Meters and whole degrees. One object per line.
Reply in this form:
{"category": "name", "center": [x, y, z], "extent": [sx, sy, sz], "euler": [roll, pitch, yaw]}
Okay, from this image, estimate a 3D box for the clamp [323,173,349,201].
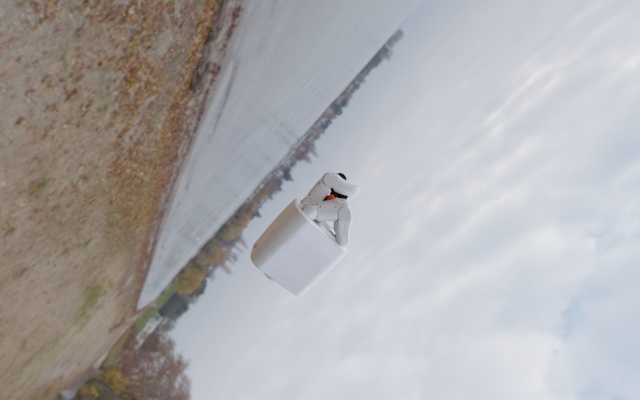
{"category": "clamp", "center": [0.001, 0.003, 0.817], "extent": [0.120, 0.039, 0.171], "euler": [-43, 7, 5]}
